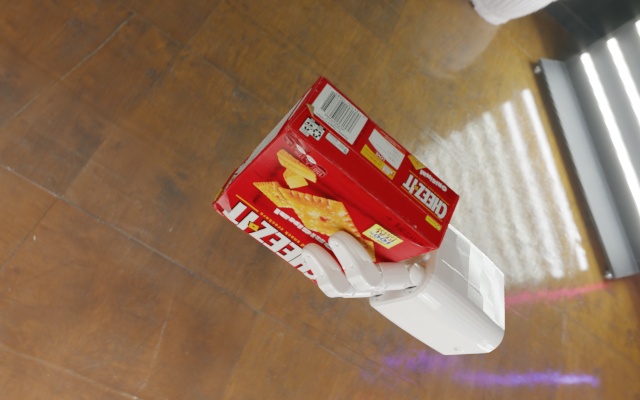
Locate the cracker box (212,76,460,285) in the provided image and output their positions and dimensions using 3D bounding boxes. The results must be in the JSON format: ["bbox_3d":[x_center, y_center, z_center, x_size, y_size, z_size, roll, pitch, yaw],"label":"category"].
[{"bbox_3d":[0.000,0.001,0.476,0.164,0.072,0.214,39,-32,-12],"label":"cracker box"}]
